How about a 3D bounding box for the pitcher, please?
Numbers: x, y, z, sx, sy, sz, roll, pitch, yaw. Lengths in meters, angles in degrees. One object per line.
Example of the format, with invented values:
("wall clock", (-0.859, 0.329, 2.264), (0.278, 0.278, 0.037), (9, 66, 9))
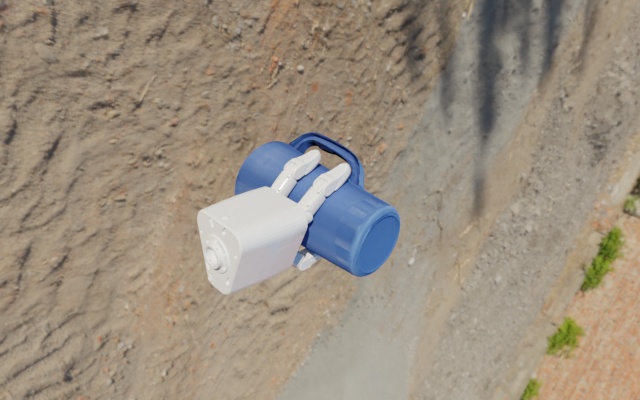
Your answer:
("pitcher", (0.000, 0.002, 0.712), (0.242, 0.149, 0.145), (29, 34, 36))
